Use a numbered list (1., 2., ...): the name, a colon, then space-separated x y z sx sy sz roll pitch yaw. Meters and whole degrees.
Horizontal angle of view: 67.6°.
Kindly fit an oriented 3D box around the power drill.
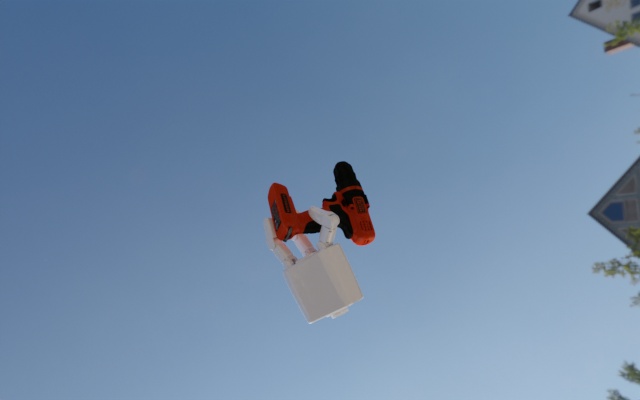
1. power drill: 0.000 0.003 0.897 0.187 0.184 0.057 -3 -34 -21
